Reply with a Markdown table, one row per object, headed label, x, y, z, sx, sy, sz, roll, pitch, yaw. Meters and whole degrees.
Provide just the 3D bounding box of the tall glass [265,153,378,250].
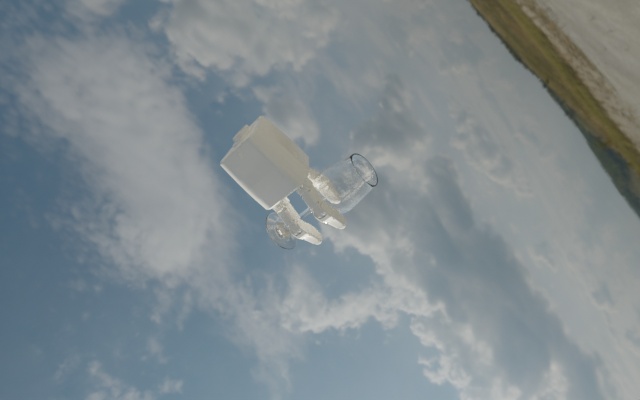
| label | x | y | z | sx | sy | sz | roll | pitch | yaw |
| --- | --- | --- | --- | --- | --- | --- | --- | --- | --- |
| tall glass | 0.000 | 0.003 | 0.793 | 0.201 | 0.079 | 0.079 | -36 | -20 | 30 |
